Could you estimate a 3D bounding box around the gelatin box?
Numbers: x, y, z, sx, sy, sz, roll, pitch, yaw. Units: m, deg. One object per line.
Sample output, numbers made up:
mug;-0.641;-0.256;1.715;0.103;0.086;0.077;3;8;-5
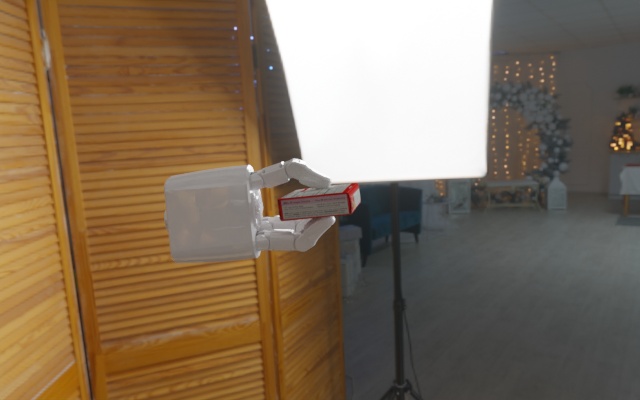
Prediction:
gelatin box;0.000;0.001;0.588;0.089;0.030;0.073;-7;9;14
